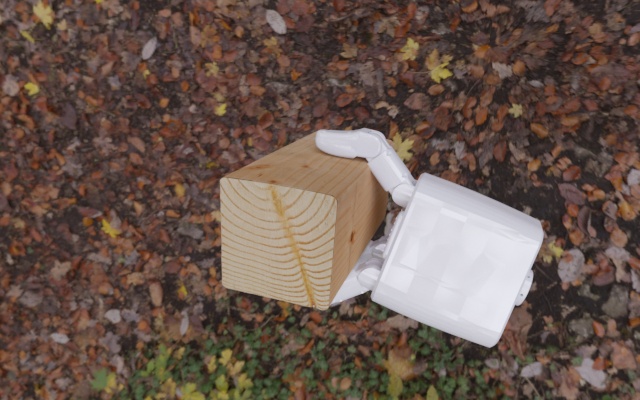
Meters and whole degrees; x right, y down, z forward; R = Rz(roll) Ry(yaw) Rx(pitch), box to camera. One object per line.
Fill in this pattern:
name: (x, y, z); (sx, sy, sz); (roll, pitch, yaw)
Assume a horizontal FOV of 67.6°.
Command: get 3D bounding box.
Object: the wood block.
wood block: (0.000, 0.001, 0.434); (0.090, 0.091, 0.206); (10, 20, 16)
